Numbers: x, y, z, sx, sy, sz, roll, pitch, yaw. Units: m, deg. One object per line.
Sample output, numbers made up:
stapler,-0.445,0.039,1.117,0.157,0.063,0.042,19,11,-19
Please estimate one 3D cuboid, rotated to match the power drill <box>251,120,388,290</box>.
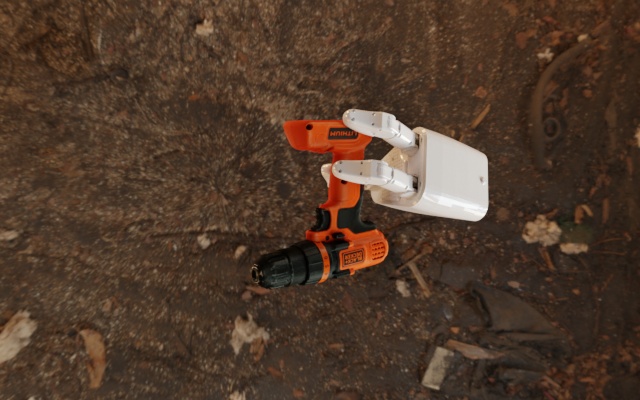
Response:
power drill,0.000,0.001,0.553,0.184,0.188,0.057,-9,13,-37
